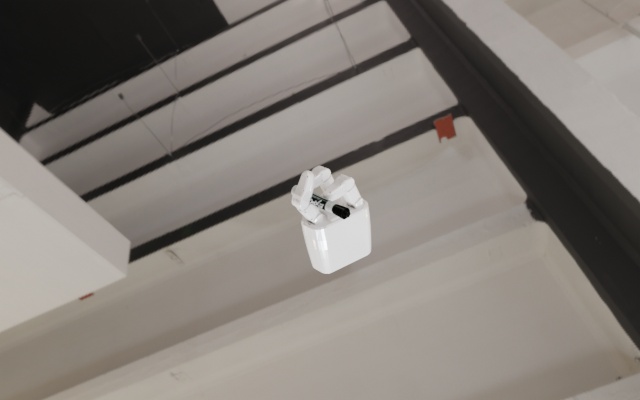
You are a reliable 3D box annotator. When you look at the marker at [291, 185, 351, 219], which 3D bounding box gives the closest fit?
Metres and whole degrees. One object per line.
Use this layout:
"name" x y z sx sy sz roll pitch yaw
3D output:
"marker" 0.000 0.002 0.746 0.121 0.020 0.020 24 16 41
